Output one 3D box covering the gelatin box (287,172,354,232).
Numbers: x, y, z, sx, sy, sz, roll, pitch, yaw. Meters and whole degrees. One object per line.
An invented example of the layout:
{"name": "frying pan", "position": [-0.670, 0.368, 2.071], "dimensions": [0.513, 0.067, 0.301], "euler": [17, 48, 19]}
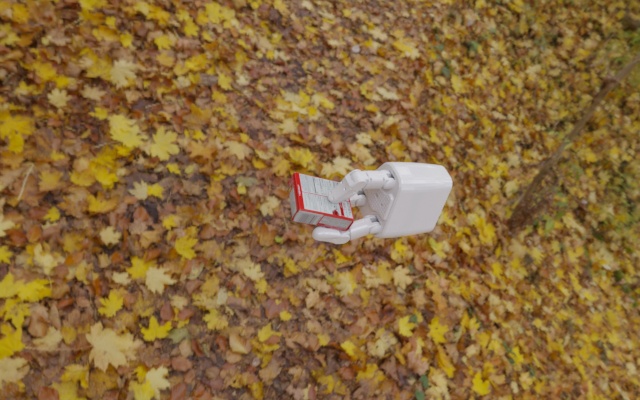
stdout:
{"name": "gelatin box", "position": [0.000, 0.002, 0.688], "dimensions": [0.089, 0.073, 0.030], "euler": [12, -45, -24]}
